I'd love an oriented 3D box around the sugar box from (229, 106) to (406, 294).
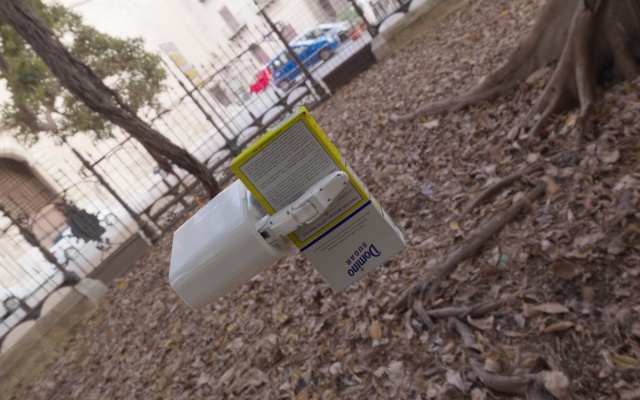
[{"bbox_3d":[0.000,0.001,0.492,0.093,0.176,0.048,-35,16,12],"label":"sugar box"}]
